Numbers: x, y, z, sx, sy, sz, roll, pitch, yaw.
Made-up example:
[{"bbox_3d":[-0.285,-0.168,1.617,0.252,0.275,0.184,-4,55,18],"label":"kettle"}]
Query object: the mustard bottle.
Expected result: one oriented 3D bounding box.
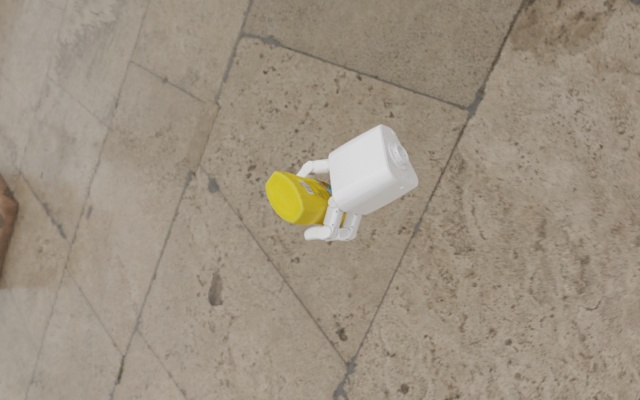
[{"bbox_3d":[0.000,0.003,0.815,0.191,0.058,0.096,9,34,-51],"label":"mustard bottle"}]
